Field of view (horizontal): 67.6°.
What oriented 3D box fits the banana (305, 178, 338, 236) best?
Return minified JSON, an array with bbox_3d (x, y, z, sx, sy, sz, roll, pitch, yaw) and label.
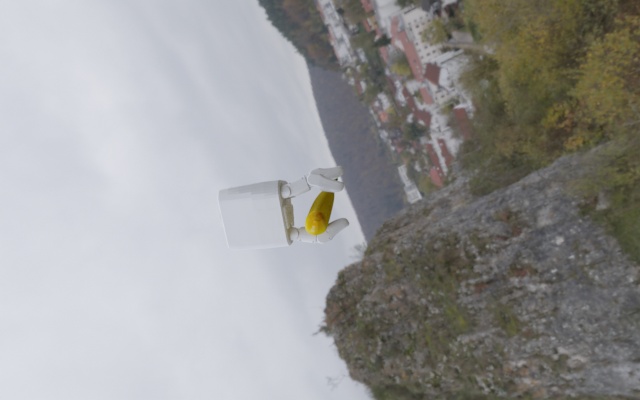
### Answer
[{"bbox_3d":[-0.002,0.019,0.777,0.037,0.070,0.197,10,21,4],"label":"banana"}]
